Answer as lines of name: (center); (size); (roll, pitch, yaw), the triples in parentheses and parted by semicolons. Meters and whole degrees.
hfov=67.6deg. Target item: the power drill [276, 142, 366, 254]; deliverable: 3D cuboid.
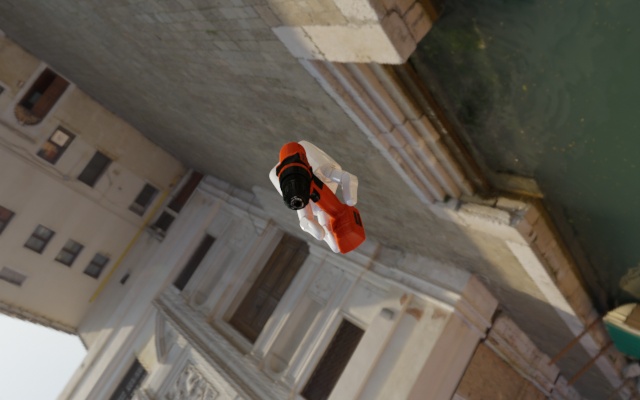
power drill: (0.000, 0.003, 0.795); (0.057, 0.188, 0.184); (-33, 28, 15)
